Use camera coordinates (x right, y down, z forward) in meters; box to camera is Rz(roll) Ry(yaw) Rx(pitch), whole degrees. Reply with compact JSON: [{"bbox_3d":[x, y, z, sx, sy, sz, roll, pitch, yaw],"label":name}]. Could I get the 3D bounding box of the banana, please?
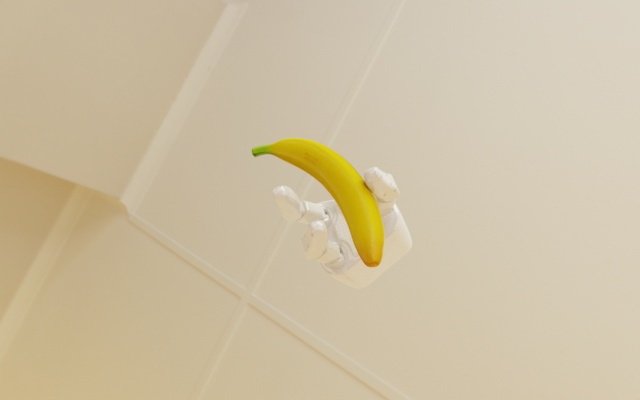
[{"bbox_3d":[0.011,-0.013,0.510,0.197,0.069,0.037,43,-9,28],"label":"banana"}]
